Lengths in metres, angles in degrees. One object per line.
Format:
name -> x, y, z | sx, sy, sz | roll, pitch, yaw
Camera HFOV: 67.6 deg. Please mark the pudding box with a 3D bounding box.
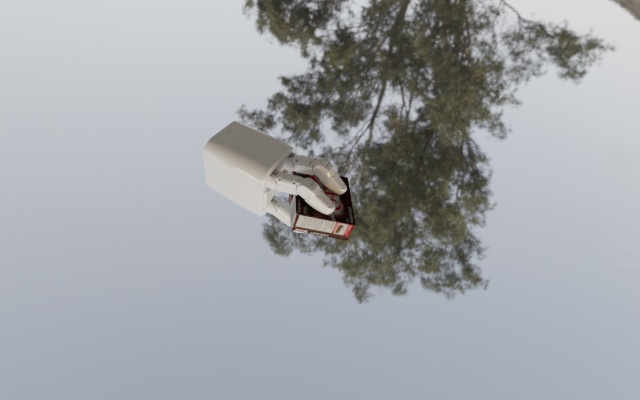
pudding box -> 0.000, 0.002, 0.712 | 0.090, 0.039, 0.113 | 11, 42, -14
